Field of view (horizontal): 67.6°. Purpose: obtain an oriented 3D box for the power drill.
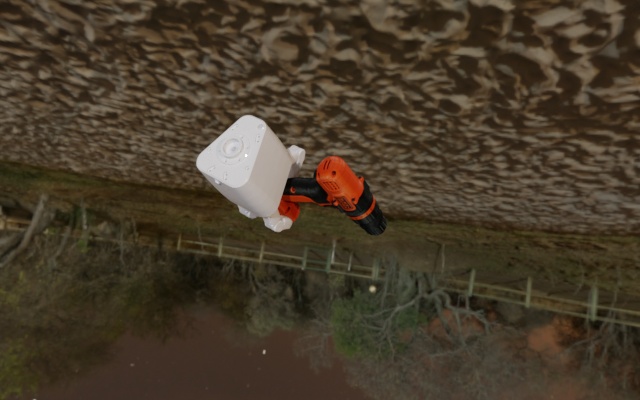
[{"bbox_3d":[0.000,0.003,0.790,0.187,0.057,0.184,-6,-39,33],"label":"power drill"}]
